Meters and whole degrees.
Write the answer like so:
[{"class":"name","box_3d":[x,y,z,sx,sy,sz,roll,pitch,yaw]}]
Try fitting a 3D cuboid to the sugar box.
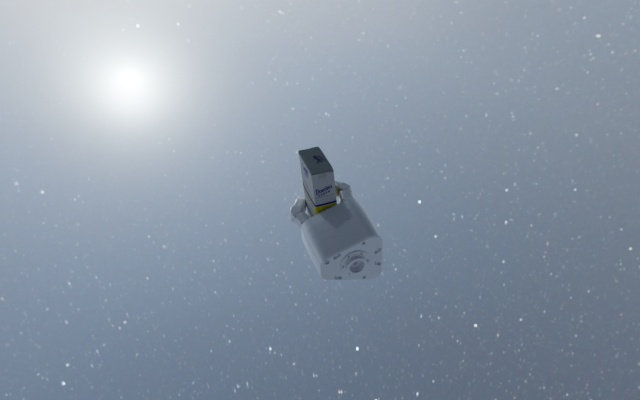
[{"class":"sugar box","box_3d":[0.001,0.003,0.854,0.048,0.176,0.093,-12,35,-12]}]
